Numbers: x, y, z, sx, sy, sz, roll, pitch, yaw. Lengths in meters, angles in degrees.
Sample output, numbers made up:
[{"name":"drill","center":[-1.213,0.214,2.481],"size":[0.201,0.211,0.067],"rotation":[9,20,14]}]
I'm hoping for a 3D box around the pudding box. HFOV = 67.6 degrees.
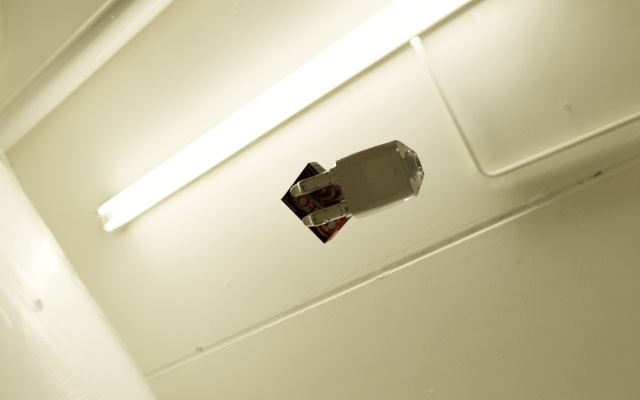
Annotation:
[{"name":"pudding box","center":[0.000,0.003,0.812],"size":[0.113,0.090,0.039],"rotation":[45,26,13]}]
